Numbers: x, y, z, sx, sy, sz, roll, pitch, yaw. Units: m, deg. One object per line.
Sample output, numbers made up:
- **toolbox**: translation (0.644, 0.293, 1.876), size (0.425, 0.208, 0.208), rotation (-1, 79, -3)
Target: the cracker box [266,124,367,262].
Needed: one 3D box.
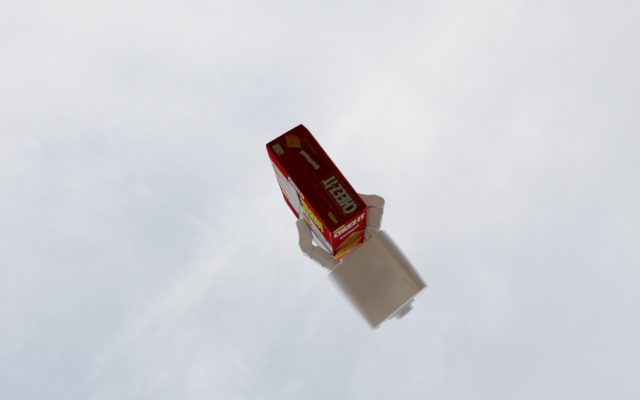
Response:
- **cracker box**: translation (0.000, 0.003, 0.748), size (0.072, 0.164, 0.214), rotation (-34, -19, -10)
